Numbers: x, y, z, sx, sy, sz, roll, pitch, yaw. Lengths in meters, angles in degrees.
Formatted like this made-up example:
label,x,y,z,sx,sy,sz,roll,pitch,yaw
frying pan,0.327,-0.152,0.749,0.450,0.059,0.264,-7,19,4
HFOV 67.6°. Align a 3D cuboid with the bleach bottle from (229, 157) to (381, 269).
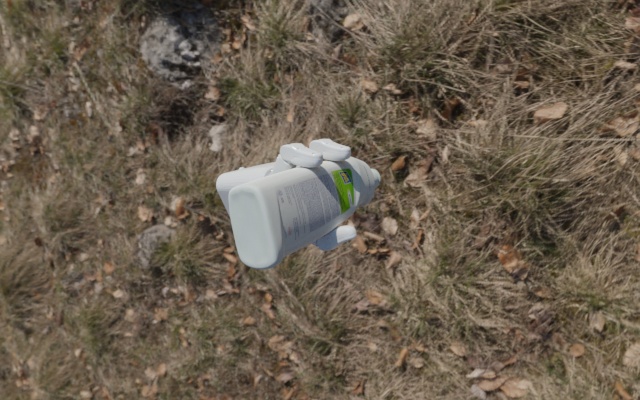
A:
label,x,y,z,sx,sy,sz,roll,pitch,yaw
bleach bottle,0.000,0.002,0.623,0.068,0.102,0.251,-3,11,41
